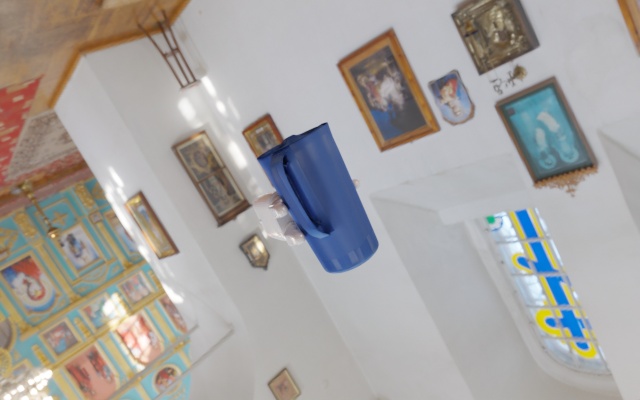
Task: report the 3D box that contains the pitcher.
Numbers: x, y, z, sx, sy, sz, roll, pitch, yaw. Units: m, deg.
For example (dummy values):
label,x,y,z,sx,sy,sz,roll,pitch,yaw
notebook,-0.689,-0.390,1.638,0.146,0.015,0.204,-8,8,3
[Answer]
label,x,y,z,sx,sy,sz,roll,pitch,yaw
pitcher,0.000,0.003,0.810,0.149,0.243,0.145,-32,12,-22
